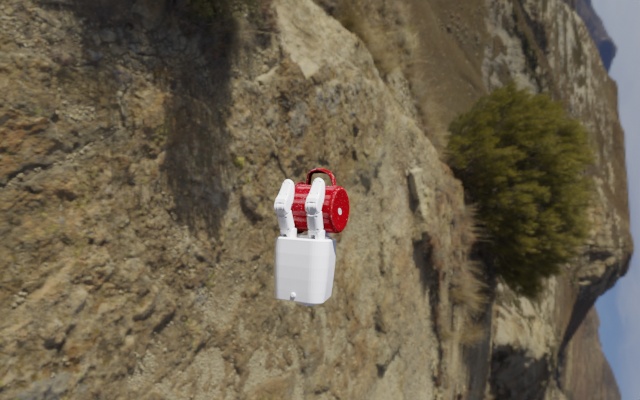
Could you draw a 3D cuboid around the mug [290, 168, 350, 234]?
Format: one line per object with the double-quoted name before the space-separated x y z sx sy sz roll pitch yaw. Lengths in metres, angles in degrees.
"mug" 0.000 0.001 0.833 0.081 0.117 0.093 3 -1 26
